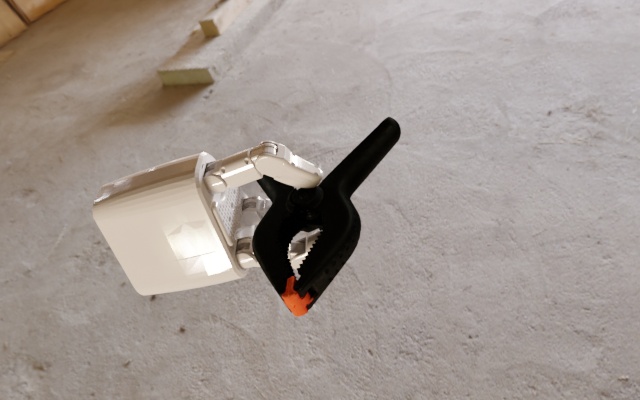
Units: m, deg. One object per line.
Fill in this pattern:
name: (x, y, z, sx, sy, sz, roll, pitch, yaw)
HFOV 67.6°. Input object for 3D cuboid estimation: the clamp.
clamp: (0.000, 0.001, 0.420, 0.164, 0.036, 0.209, -15, 41, 13)
